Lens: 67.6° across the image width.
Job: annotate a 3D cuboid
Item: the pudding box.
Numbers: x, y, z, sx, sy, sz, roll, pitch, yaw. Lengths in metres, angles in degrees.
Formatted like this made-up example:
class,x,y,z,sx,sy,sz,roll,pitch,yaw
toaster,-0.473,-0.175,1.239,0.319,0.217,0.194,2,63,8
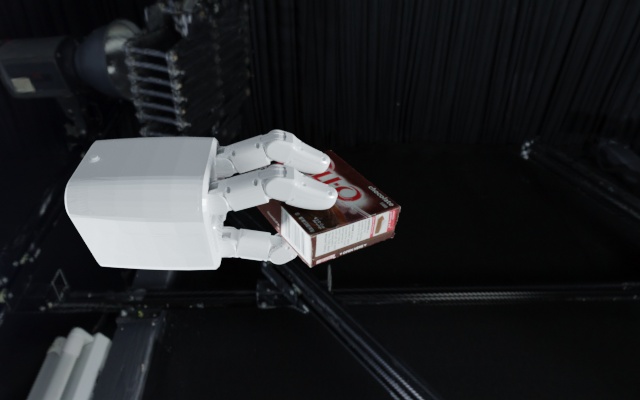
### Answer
class,x,y,z,sx,sy,sz,roll,pitch,yaw
pudding box,0.000,0.002,0.425,0.090,0.039,0.113,-17,42,-27
